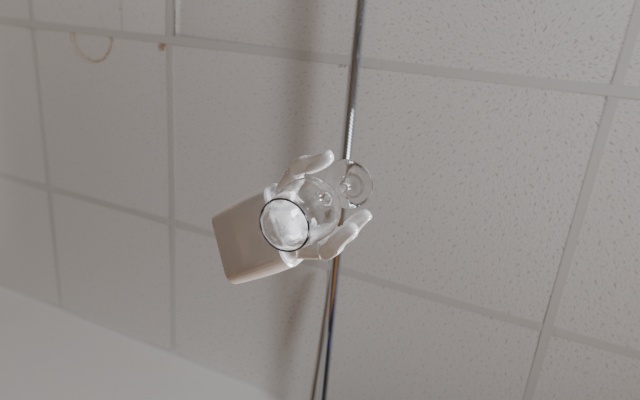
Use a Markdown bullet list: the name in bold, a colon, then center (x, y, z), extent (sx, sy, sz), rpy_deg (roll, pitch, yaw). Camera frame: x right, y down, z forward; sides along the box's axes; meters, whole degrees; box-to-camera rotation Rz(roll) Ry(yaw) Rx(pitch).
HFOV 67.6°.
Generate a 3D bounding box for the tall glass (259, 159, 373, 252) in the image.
- **tall glass**: center (0.000, 0.002, 0.603), extent (0.079, 0.079, 0.201), rpy_deg (0, 15, 24)
